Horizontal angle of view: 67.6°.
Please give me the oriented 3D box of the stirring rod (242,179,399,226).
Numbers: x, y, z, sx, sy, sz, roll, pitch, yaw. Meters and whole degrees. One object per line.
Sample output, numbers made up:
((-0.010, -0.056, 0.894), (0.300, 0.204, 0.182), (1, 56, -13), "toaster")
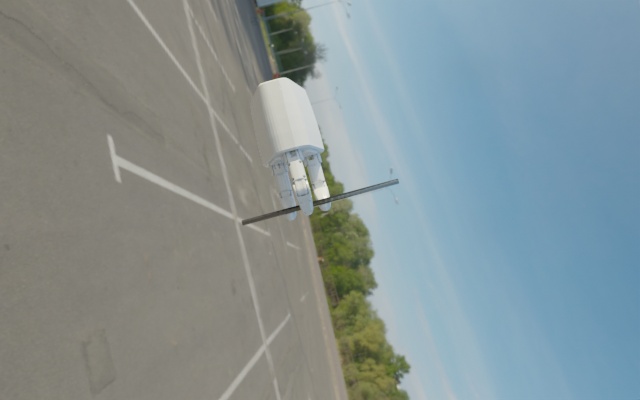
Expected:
((0.000, 0.002, 0.711), (0.239, 0.011, 0.011), (-15, 0, -1), "stirring rod")
